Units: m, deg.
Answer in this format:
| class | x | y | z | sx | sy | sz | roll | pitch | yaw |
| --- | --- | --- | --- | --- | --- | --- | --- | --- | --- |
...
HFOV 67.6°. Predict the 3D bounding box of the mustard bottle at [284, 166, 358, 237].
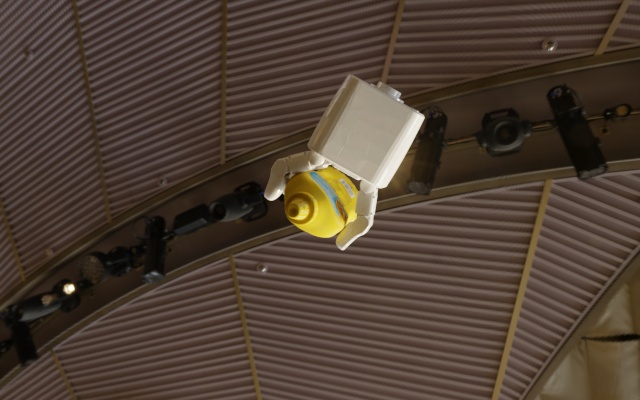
| class | x | y | z | sx | sy | sz | roll | pitch | yaw |
| --- | --- | --- | --- | --- | --- | --- | --- | --- | --- |
| mustard bottle | 0.000 | 0.002 | 0.649 | 0.058 | 0.096 | 0.191 | -35 | -6 | 19 |
